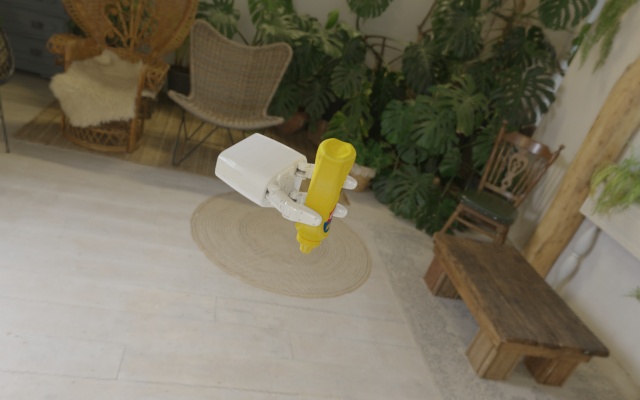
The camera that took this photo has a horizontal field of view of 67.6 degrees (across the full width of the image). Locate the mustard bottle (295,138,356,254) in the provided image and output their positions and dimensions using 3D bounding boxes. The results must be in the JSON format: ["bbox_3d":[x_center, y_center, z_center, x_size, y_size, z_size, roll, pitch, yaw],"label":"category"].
[{"bbox_3d":[0.000,0.002,0.763,0.058,0.192,0.096,19,25,1],"label":"mustard bottle"}]
